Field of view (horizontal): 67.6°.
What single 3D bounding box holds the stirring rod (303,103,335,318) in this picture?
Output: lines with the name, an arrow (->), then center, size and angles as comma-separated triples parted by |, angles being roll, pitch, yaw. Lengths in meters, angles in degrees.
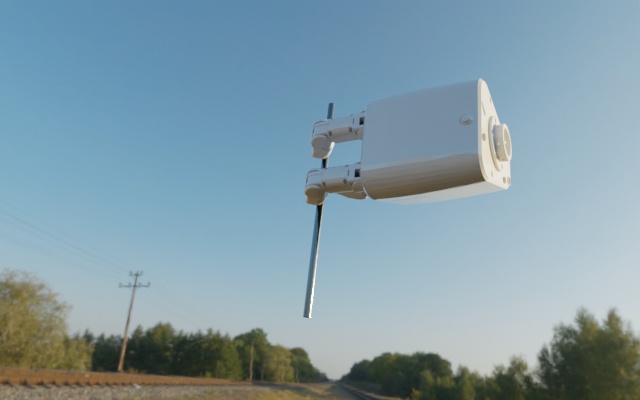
stirring rod -> 0.000, 0.002, 0.505 | 0.011, 0.239, 0.011 | 6, -21, 2
